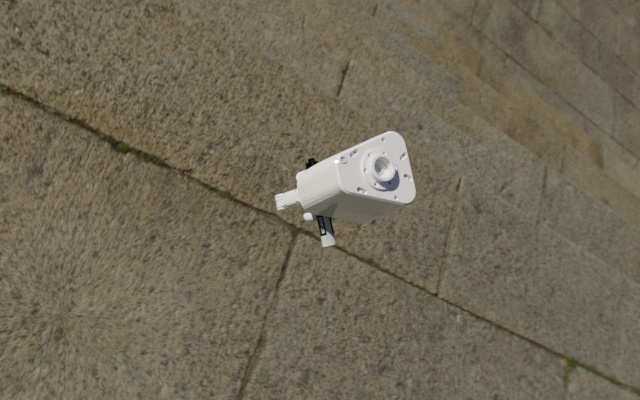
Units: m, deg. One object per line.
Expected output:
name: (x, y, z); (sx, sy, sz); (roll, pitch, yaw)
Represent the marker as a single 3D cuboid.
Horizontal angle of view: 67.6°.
marker: (0.000, 0.002, 0.639); (0.020, 0.121, 0.020); (-12, -7, -1)
